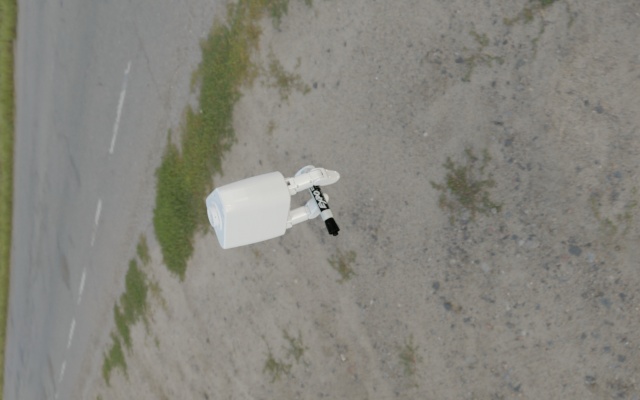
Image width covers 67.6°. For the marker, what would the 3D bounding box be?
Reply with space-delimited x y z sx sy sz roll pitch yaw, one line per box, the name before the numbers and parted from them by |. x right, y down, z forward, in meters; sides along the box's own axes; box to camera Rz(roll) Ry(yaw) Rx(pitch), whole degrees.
marker | 0.000 0.002 0.759 0.020 0.121 0.020 -22 -20 -8
